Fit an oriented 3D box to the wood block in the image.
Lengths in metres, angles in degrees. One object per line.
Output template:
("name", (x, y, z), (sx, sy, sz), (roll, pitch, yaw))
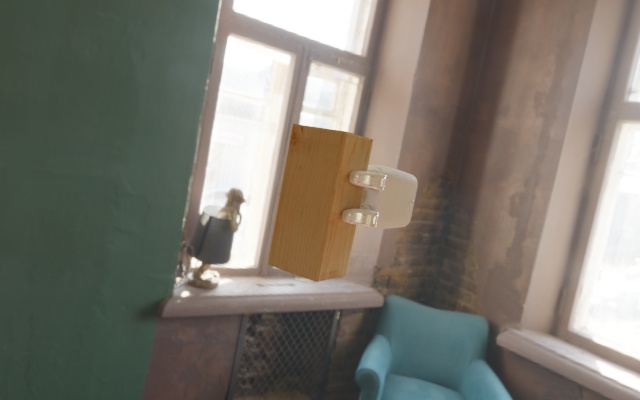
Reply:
("wood block", (0.000, 0.002, 0.694), (0.091, 0.206, 0.090), (14, 6, 32))
